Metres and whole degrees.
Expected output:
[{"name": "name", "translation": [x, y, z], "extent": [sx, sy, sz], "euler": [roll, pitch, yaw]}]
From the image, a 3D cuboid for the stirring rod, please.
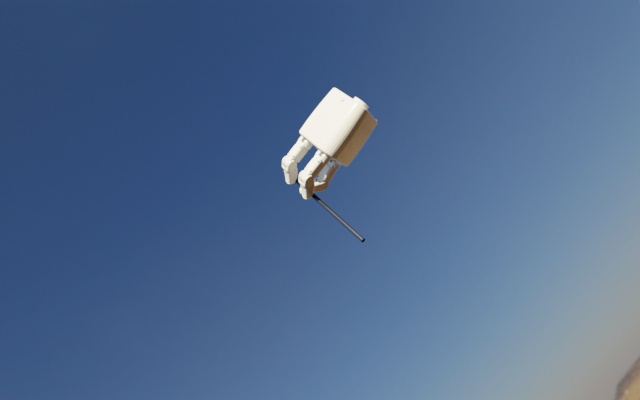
[{"name": "stirring rod", "translation": [0.000, 0.003, 0.876], "extent": [0.011, 0.011, 0.239], "euler": [0, 33, -46]}]
